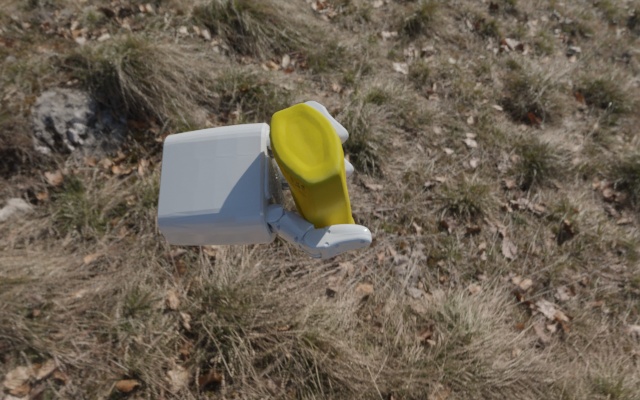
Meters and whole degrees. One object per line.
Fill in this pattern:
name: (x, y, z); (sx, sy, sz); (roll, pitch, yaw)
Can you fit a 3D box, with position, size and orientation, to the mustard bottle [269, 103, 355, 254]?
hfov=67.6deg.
mustard bottle: (0.000, 0.001, 0.480); (0.058, 0.096, 0.192); (-24, -35, -6)
